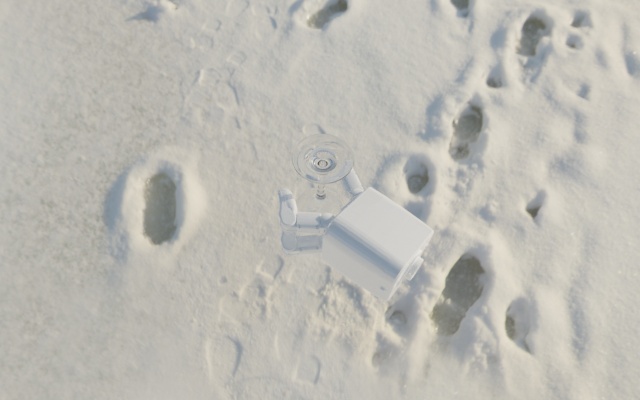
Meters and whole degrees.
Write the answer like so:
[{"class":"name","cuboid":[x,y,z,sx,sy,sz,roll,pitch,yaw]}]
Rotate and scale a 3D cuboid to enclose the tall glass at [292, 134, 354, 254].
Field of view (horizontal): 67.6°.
[{"class":"tall glass","cuboid":[0.000,0.002,0.651,0.079,0.079,0.201,0,-32,-2]}]
